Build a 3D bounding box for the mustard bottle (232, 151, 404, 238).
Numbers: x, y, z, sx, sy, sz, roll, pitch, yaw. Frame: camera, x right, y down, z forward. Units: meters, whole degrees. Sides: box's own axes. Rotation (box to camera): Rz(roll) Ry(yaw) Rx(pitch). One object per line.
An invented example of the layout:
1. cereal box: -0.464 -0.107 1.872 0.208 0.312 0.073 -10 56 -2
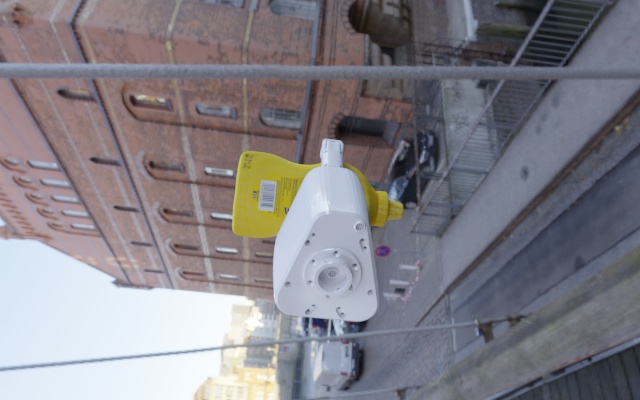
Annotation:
1. mustard bottle: 0.000 0.002 0.547 0.191 0.096 0.058 6 -2 -5
